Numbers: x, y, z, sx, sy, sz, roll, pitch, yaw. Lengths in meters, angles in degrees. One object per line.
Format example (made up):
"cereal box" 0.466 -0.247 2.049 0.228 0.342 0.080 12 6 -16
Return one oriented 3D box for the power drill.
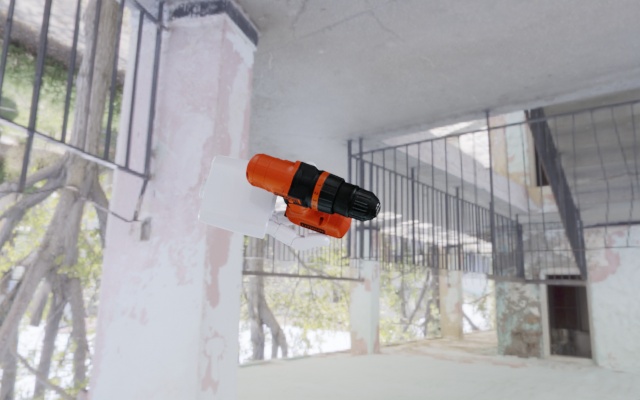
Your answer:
"power drill" 0.000 0.002 0.682 0.184 0.057 0.188 21 -14 14
